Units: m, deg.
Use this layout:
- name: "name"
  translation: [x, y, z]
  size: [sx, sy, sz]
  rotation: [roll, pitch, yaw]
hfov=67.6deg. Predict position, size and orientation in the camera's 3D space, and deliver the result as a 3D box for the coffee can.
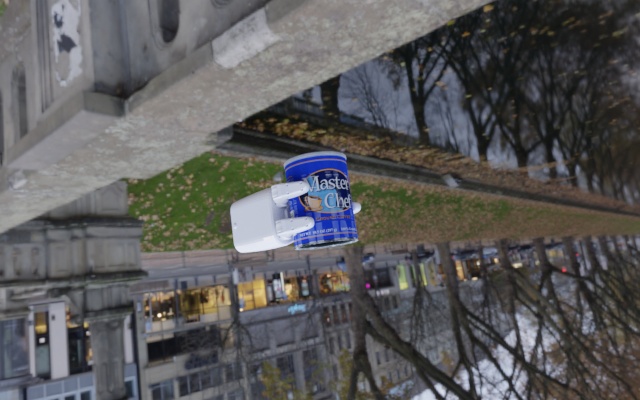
- name: "coffee can"
  translation: [0.000, 0.002, 0.767]
  size: [0.103, 0.140, 0.103]
  rotation: [-8, -10, -1]
